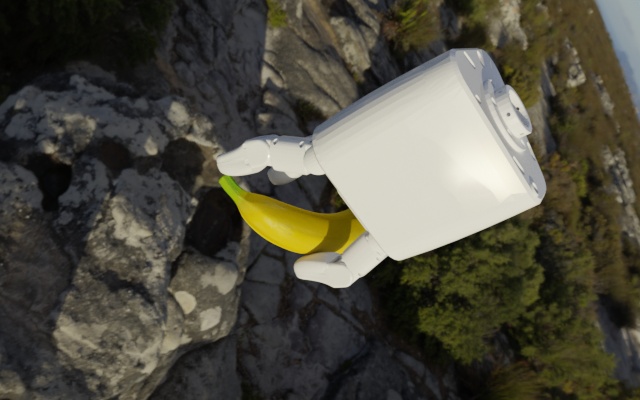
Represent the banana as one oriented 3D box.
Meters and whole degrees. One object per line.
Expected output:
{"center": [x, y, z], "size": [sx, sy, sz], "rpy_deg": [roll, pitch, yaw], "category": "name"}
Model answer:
{"center": [0.002, 0.018, 0.431], "size": [0.037, 0.069, 0.198], "rpy_deg": [-30, -27, 35], "category": "banana"}
